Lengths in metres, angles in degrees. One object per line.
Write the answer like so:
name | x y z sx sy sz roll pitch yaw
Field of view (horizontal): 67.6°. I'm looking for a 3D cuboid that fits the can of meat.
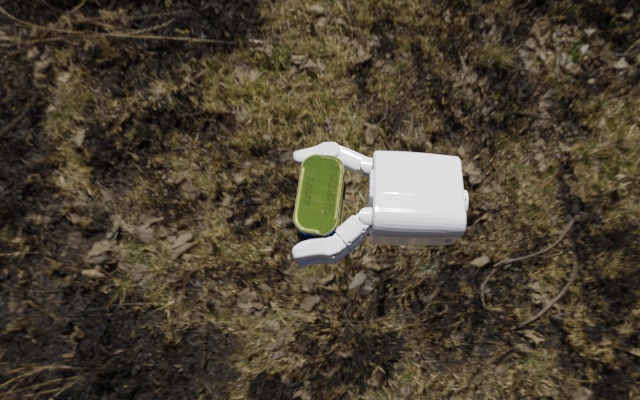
can of meat | 0.000 0.002 0.587 0.057 0.102 0.084 7 -14 4
